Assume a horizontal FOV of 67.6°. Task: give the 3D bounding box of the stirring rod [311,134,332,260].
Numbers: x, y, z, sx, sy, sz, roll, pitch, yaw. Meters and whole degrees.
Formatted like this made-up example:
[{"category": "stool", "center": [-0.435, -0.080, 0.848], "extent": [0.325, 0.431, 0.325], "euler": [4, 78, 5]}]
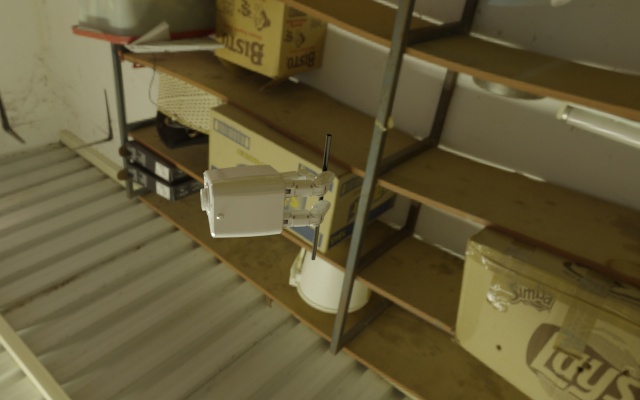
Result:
[{"category": "stirring rod", "center": [0.000, 0.002, 0.787], "extent": [0.011, 0.240, 0.011], "euler": [5, 32, -3]}]
